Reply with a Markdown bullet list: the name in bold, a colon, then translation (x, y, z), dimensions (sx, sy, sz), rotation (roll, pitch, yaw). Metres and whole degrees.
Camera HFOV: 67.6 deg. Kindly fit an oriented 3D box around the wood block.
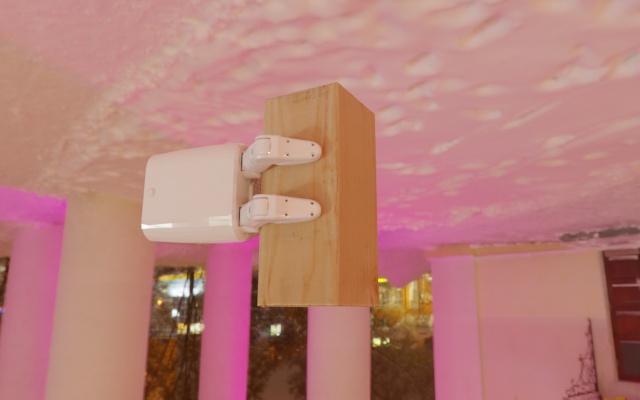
- **wood block**: translation (0.000, 0.002, 0.481), dimensions (0.090, 0.206, 0.091), rotation (-7, -15, 29)
